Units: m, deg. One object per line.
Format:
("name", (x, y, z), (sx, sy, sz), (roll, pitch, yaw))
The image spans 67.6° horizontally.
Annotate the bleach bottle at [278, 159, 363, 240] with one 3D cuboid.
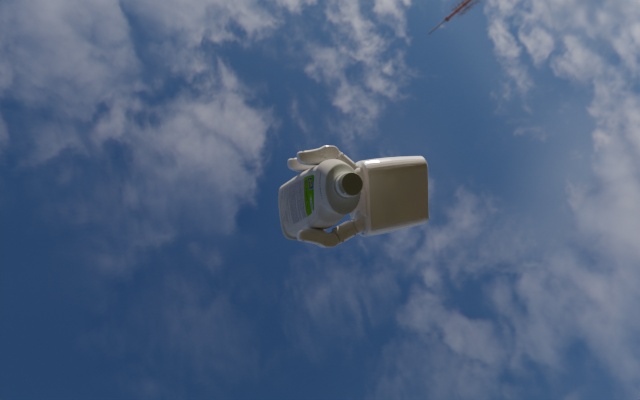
("bleach bottle", (0.000, 0.002, 0.696), (0.068, 0.102, 0.251), (-7, -4, -19))
